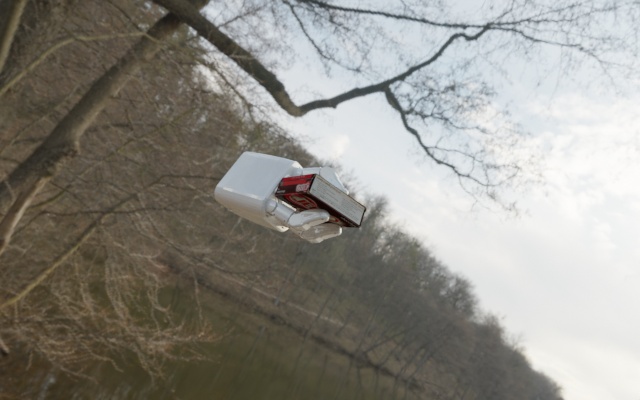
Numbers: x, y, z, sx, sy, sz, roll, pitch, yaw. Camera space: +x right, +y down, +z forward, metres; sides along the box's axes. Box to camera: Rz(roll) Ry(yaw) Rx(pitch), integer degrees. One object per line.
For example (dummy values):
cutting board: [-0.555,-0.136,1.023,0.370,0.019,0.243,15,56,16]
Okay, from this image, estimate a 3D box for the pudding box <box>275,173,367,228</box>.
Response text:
pudding box: [0.000,0.002,0.728,0.113,0.039,0.090,31,-19,-32]
